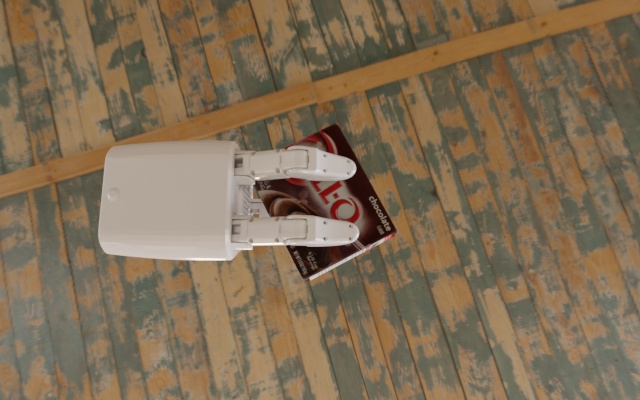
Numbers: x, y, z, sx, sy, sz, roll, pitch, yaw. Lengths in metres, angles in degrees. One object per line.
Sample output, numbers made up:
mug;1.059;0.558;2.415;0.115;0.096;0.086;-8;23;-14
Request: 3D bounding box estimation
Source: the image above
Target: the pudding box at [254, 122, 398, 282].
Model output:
pudding box;0.000;0.001;0.419;0.090;0.113;0.039;-27;-10;-5
